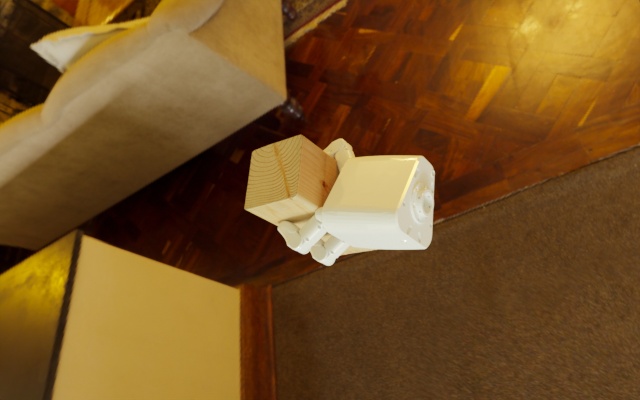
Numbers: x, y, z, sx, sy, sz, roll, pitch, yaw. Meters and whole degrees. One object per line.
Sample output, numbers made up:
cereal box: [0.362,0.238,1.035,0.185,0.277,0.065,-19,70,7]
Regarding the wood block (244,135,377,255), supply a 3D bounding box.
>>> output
wood block: [0.000,0.002,0.680,0.090,0.090,0.206,-14,-30,34]
